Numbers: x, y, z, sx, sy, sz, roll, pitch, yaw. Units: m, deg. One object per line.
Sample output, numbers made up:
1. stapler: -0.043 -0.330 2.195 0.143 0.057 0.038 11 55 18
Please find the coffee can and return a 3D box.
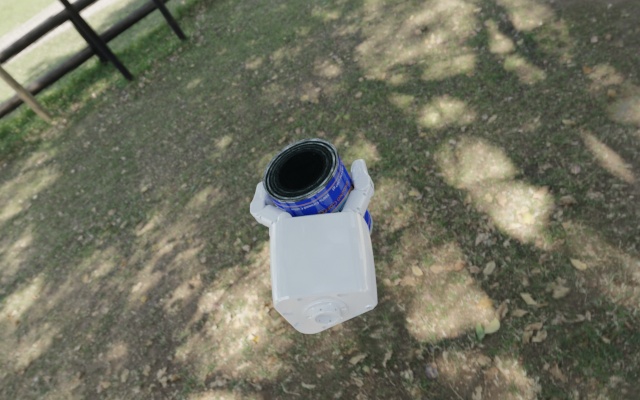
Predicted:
1. coffee can: 0.000 0.002 0.636 0.103 0.102 0.140 0 -37 28
